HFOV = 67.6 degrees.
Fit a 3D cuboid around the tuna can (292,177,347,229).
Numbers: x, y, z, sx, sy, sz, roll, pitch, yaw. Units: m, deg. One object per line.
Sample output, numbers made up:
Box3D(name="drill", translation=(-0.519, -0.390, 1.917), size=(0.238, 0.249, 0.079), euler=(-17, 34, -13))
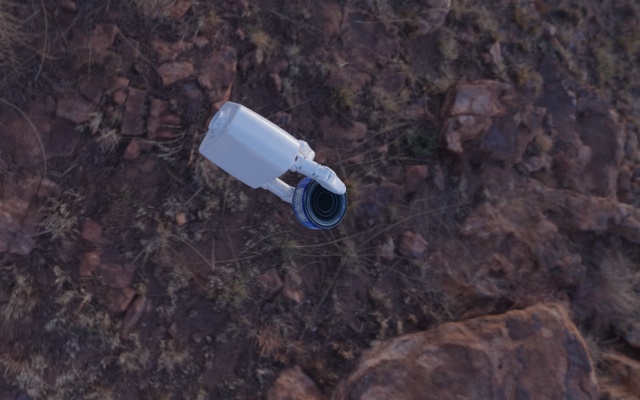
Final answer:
Box3D(name="tuna can", translation=(0.001, 0.002, 0.746), size=(0.086, 0.086, 0.034), euler=(0, -2, -36))
